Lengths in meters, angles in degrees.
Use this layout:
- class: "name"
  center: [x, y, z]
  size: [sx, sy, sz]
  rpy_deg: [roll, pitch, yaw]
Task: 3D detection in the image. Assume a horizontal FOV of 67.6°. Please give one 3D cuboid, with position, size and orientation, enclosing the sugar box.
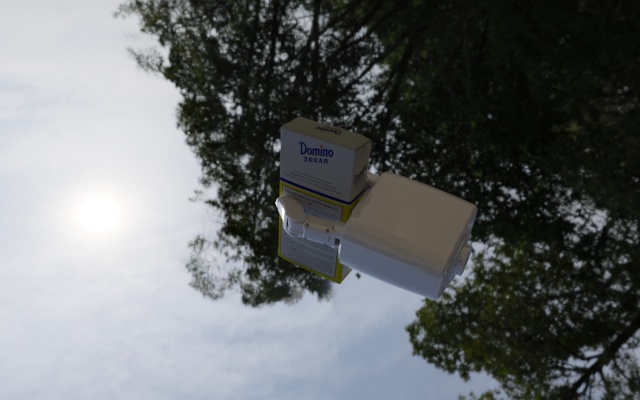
- class: "sugar box"
  center: [0.000, 0.002, 0.544]
  size: [0.093, 0.176, 0.048]
  rpy_deg: [21, 33, 23]
